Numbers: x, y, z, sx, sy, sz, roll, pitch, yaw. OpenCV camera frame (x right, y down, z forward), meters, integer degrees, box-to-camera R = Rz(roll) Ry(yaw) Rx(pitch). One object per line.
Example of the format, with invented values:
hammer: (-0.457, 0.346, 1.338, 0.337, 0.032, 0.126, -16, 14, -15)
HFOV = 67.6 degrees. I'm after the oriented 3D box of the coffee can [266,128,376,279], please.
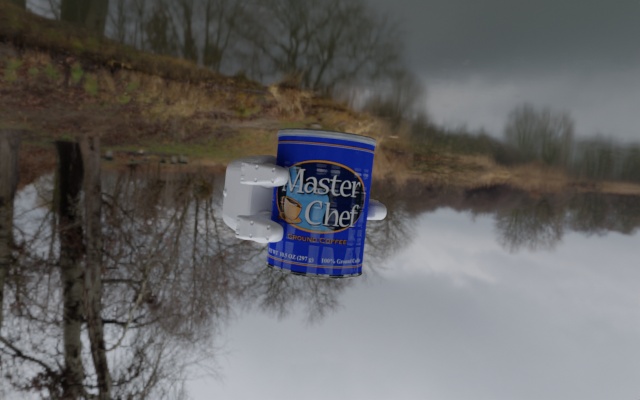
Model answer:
coffee can: (0.000, 0.002, 0.499, 0.103, 0.140, 0.103, 6, 2, 0)
